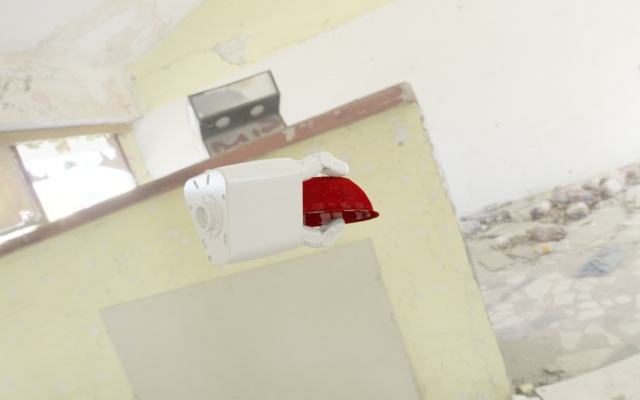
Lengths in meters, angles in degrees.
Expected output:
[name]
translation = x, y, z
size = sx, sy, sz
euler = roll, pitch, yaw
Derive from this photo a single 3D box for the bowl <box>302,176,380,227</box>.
[bowl]
translation = 0.001, 0.002, 0.671
size = 0.162, 0.055, 0.162
euler = -4, -10, -1
